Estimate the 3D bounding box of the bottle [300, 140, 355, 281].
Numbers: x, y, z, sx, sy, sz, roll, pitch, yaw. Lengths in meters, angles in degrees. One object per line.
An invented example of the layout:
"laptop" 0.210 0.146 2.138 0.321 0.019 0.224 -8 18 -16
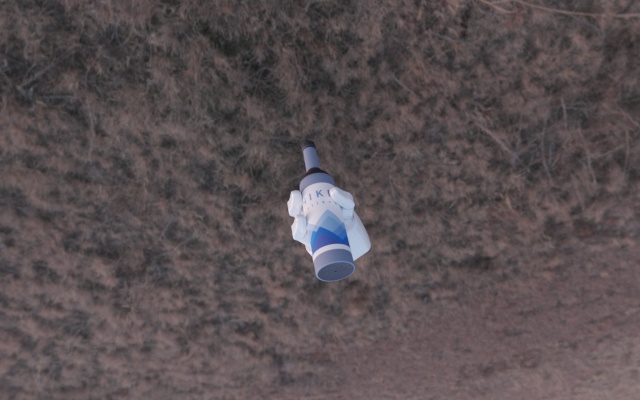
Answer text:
"bottle" 0.000 0.003 0.880 0.069 0.295 0.069 -8 -37 -6
